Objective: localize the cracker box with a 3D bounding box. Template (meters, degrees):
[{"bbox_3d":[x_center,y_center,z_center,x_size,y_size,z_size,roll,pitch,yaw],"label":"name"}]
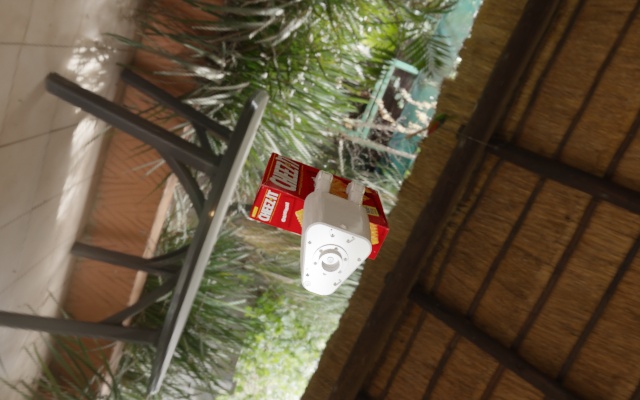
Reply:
[{"bbox_3d":[0.000,0.003,0.815,0.214,0.072,0.164,20,22,-8],"label":"cracker box"}]
